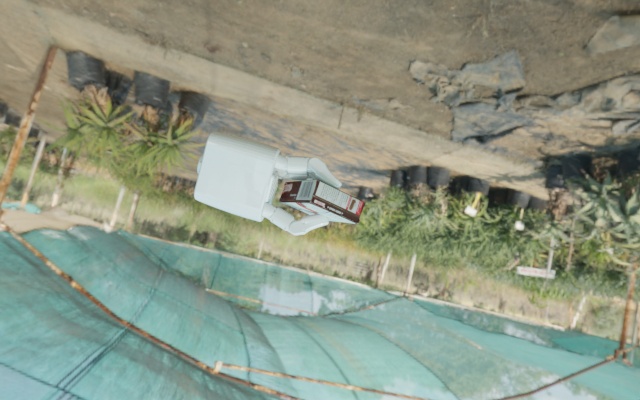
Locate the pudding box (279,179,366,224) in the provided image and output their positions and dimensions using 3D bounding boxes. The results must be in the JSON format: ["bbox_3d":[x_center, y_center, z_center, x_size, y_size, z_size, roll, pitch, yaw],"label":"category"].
[{"bbox_3d":[0.000,0.003,0.729,0.090,0.039,0.113,24,-9,-26],"label":"pudding box"}]
